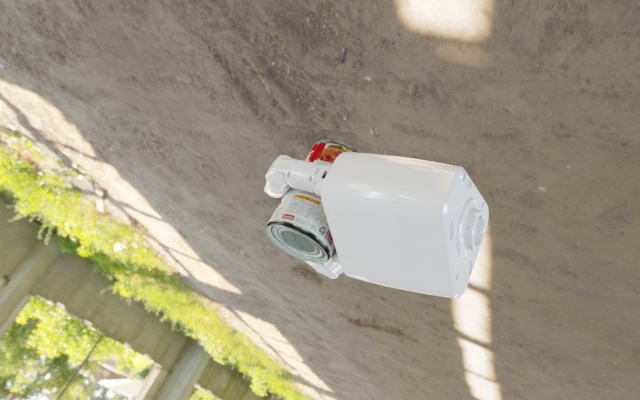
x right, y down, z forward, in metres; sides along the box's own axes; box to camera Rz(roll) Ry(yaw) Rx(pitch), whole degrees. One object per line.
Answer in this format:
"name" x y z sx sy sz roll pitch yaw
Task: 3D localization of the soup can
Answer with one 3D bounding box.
"soup can" -0.001 0.002 0.461 0.068 0.102 0.068 23 -27 12
